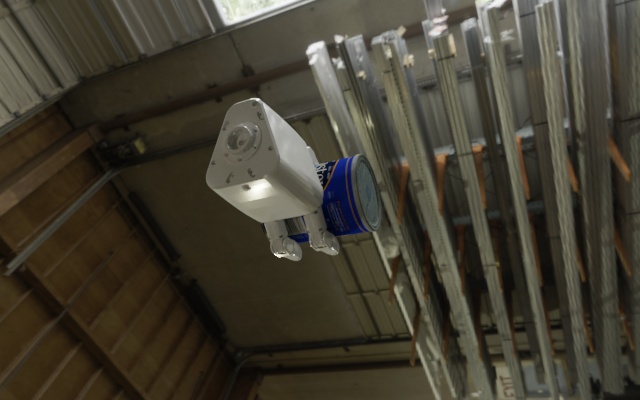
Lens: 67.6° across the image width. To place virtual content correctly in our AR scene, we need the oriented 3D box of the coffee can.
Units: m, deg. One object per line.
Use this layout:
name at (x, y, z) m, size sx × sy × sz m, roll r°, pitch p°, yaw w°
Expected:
coffee can at (0.000, 0.002, 0.645) m, size 0.140 × 0.103 × 0.103 m, roll -11°, pitch -4°, yaw 21°
